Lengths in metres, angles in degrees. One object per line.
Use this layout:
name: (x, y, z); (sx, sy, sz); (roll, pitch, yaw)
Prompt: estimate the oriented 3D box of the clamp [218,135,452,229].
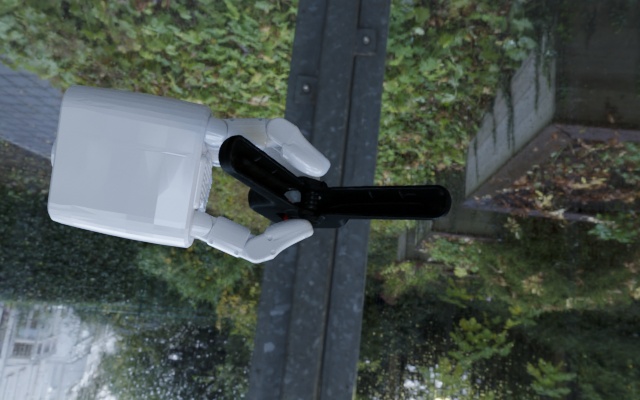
clamp: (0.000, 0.002, 0.405); (0.164, 0.036, 0.210); (12, -12, -7)
